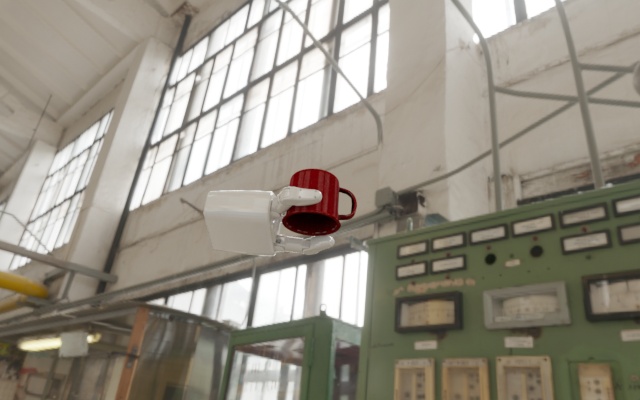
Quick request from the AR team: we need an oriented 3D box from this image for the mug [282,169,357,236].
[{"bbox_3d":[0.002,0.002,0.766,0.117,0.081,0.093,3,-27,3],"label":"mug"}]
